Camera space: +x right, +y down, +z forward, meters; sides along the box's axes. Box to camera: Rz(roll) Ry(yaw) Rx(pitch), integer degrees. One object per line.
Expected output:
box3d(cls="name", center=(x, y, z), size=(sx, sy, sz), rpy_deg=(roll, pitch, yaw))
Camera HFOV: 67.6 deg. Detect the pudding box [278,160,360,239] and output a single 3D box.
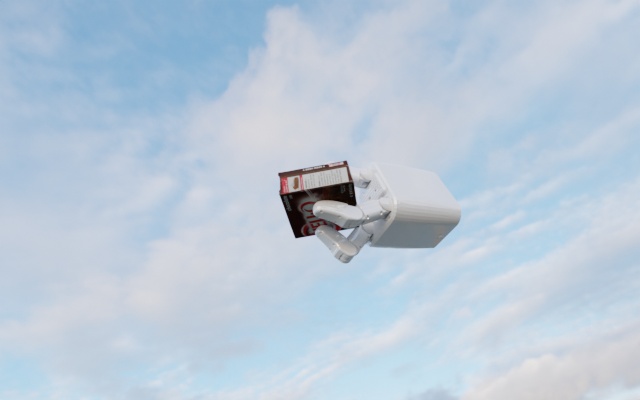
box3d(cls="pudding box", center=(0.000, 0.002, 0.609), size=(0.090, 0.039, 0.114), rpy_deg=(-11, -36, 2))
